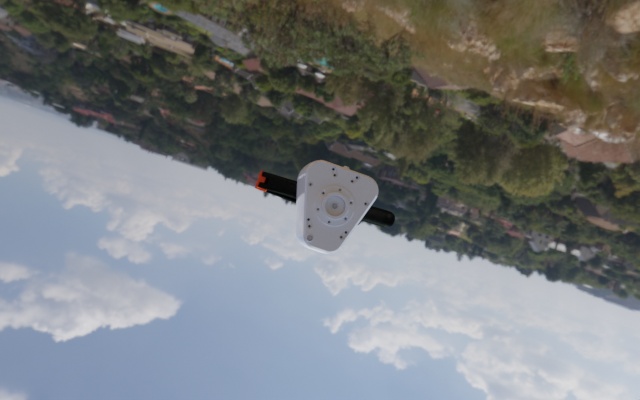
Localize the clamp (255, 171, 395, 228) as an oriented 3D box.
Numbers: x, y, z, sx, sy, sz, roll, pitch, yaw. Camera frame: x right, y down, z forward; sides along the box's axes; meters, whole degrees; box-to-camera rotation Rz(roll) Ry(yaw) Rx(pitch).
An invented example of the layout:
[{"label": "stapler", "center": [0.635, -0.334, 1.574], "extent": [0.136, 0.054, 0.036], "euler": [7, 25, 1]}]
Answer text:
[{"label": "clamp", "center": [-0.001, 0.003, 0.761], "extent": [0.210, 0.036, 0.164], "euler": [18, -7, -5]}]
